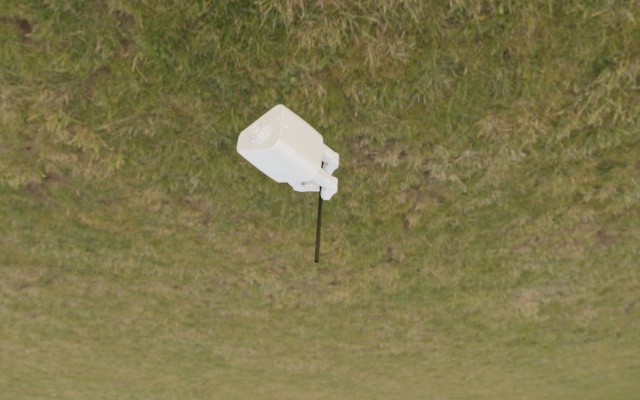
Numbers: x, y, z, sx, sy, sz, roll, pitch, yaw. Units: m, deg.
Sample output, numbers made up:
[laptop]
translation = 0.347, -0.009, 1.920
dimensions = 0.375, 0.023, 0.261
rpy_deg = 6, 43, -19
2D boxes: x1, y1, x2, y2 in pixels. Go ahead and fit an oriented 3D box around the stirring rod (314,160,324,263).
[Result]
[stirring rod]
translation = 0.000, 0.003, 0.895
dimensions = 0.011, 0.239, 0.011
rpy_deg = 3, -30, 2
